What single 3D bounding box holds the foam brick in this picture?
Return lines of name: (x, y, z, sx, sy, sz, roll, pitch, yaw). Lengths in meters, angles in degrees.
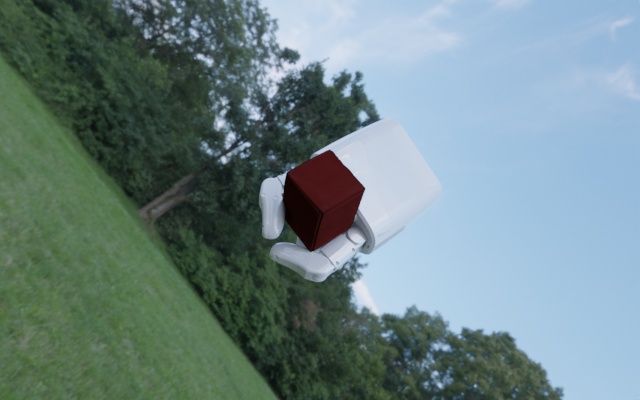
foam brick: (0.000, 0.001, 0.445, 0.051, 0.053, 0.078, -30, -22, -23)
